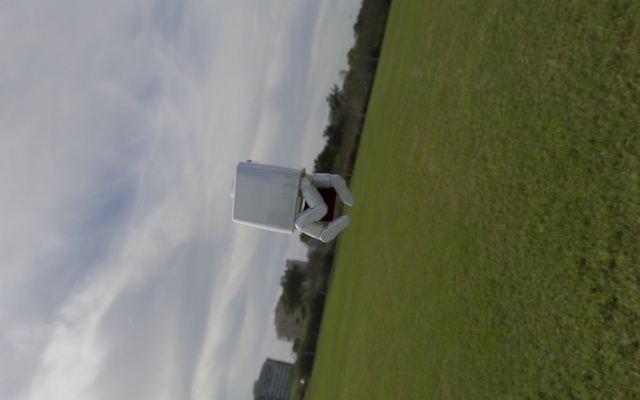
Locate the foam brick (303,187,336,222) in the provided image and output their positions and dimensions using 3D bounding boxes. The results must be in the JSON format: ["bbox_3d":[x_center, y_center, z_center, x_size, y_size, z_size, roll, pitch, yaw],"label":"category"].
[{"bbox_3d":[0.000,0.003,0.838,0.051,0.053,0.078,8,8,2],"label":"foam brick"}]
